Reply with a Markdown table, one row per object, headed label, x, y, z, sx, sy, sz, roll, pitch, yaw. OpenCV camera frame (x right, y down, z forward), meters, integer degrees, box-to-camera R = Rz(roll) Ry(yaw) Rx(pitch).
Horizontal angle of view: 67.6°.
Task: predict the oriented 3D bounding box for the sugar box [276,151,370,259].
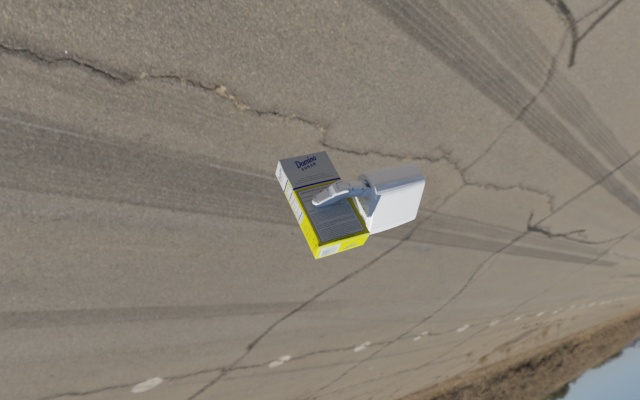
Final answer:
| label | x | y | z | sx | sy | sz | roll | pitch | yaw |
| --- | --- | --- | --- | --- | --- | --- | --- | --- | --- |
| sugar box | 0.000 | 0.003 | 0.797 | 0.093 | 0.176 | 0.048 | -13 | -31 | -24 |
